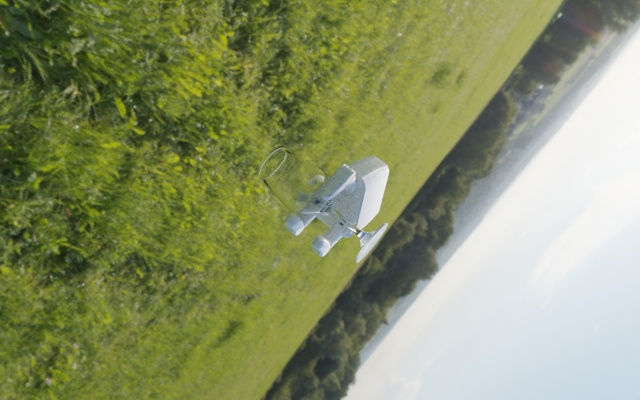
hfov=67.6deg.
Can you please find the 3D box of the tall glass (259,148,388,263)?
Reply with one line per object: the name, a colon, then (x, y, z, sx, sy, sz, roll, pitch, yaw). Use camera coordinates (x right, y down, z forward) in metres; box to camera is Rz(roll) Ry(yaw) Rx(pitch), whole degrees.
tall glass: (0.001, 0.003, 0.723, 0.201, 0.079, 0.079, 38, 11, 15)
